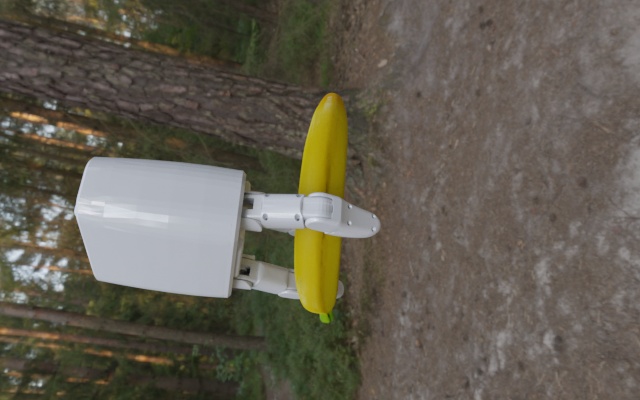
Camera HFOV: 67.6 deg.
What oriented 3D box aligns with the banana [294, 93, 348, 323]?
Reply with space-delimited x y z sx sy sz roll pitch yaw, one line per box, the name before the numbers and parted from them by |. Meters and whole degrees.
banana | 0.000 0.004 0.384 0.037 0.198 0.069 4 -2 0
